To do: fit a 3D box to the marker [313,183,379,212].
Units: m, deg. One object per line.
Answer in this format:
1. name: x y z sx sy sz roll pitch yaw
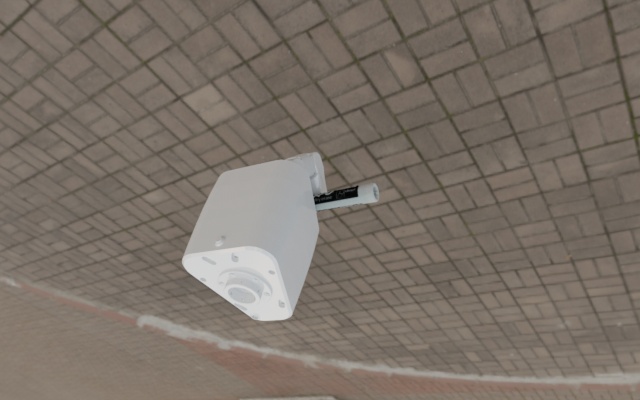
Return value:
1. marker: 0.000 0.002 0.488 0.121 0.020 0.020 -10 -4 25
